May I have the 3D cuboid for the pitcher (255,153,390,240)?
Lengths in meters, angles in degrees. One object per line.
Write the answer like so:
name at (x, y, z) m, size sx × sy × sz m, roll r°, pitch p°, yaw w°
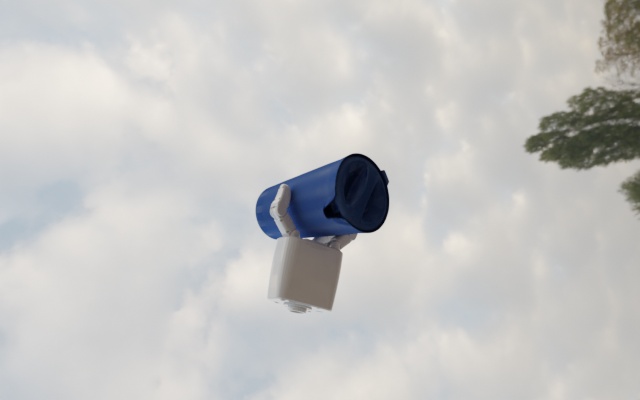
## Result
pitcher at (0.000, 0.003, 0.866) m, size 0.149 × 0.145 × 0.243 m, roll 27°, pitch -27°, yaw -37°
